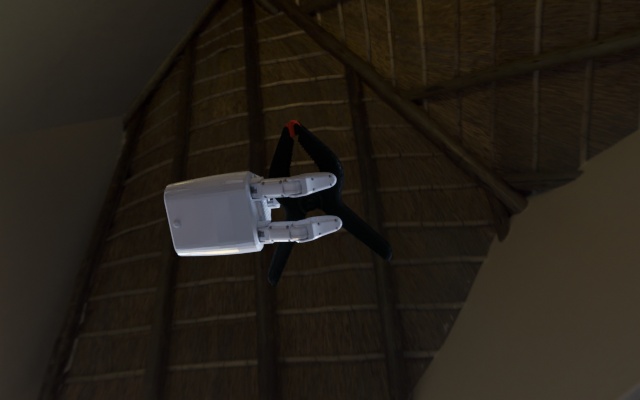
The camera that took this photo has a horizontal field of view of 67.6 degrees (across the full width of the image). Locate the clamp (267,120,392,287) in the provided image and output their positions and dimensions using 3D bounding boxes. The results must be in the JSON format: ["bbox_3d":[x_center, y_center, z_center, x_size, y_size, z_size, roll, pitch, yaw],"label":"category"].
[{"bbox_3d":[0.000,0.001,0.601,0.164,0.210,0.036,-7,13,3],"label":"clamp"}]
